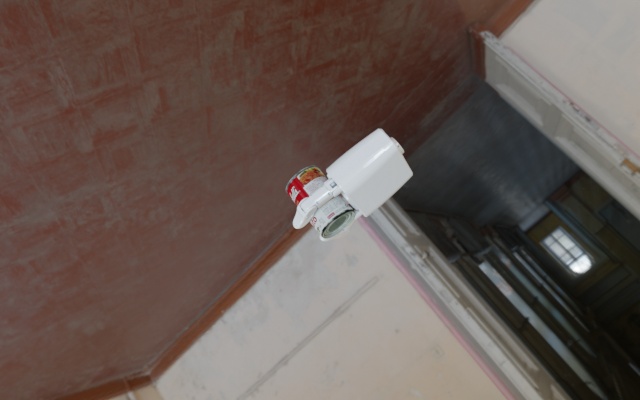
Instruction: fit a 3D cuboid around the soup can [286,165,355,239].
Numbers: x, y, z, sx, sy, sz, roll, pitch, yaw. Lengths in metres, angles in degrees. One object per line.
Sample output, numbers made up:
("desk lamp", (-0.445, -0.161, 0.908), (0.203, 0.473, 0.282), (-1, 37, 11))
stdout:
("soup can", (0.000, 0.003, 0.772), (0.068, 0.102, 0.068), (-33, -22, -15))
